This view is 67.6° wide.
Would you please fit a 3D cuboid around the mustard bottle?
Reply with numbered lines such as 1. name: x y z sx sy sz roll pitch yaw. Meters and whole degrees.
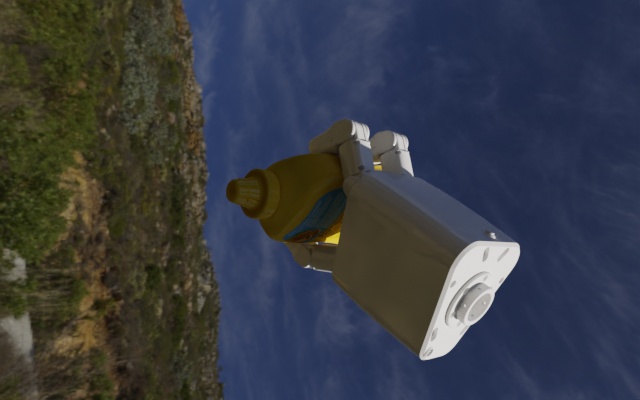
1. mustard bottle: 0.000 0.001 0.435 0.191 0.058 0.096 7 -41 -44
